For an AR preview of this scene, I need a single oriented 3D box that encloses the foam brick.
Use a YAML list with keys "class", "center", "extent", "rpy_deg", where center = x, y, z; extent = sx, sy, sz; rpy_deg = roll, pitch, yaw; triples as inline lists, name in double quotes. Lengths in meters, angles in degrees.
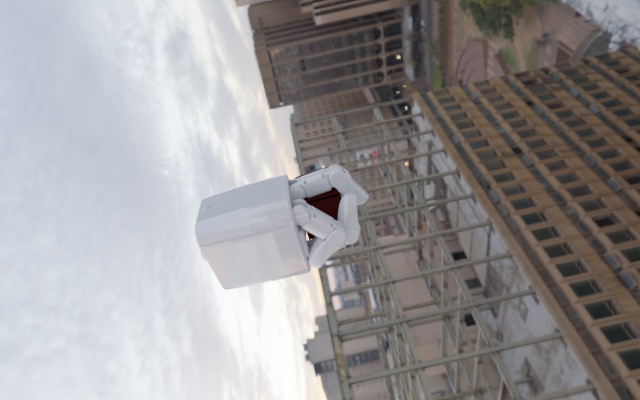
- class: "foam brick"
  center: [0.000, 0.002, 0.594]
  extent: [0.051, 0.053, 0.078]
  rpy_deg: [-16, 28, 1]
